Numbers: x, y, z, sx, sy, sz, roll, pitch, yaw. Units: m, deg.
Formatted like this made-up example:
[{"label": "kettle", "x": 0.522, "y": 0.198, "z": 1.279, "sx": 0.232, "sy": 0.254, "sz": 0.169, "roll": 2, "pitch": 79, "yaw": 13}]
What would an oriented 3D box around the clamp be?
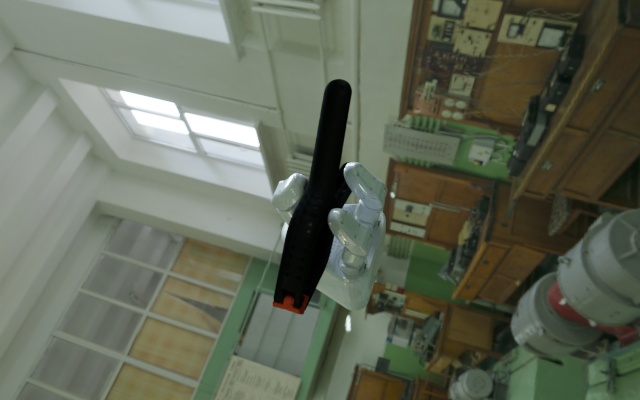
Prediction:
[{"label": "clamp", "x": -0.001, "y": 0.002, "z": 0.461, "sx": 0.036, "sy": 0.210, "sz": 0.165, "roll": 12, "pitch": -30, "yaw": 16}]
